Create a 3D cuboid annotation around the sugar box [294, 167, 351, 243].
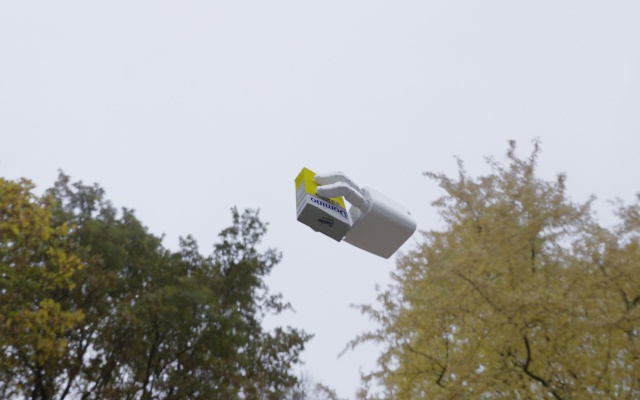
[{"bbox_3d":[0.001,0.003,0.900,0.093,0.048,0.176,28,17,-17],"label":"sugar box"}]
